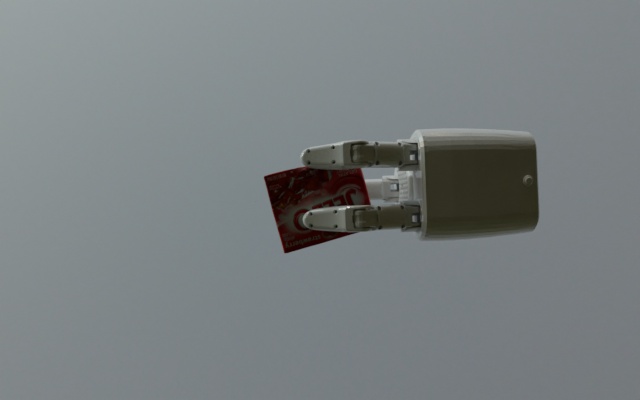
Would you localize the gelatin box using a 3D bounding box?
[{"bbox_3d":[0.000,0.002,0.440,0.089,0.073,0.030,-15,0,0],"label":"gelatin box"}]
